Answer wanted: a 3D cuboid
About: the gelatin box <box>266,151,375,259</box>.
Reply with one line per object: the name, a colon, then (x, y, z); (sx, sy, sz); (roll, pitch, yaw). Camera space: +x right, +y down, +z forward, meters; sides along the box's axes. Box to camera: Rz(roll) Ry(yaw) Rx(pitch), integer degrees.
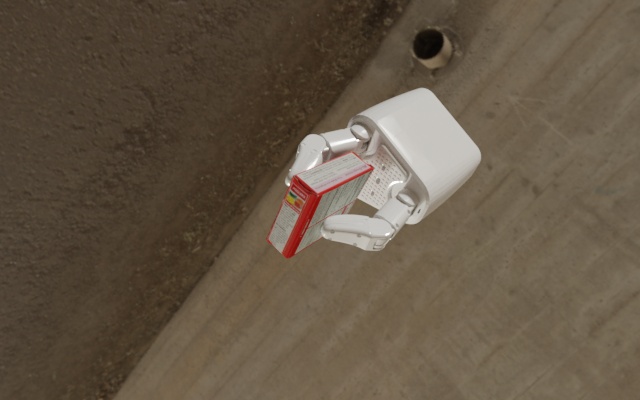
gelatin box: (0.000, 0.002, 0.414); (0.030, 0.073, 0.089); (40, 38, 18)
